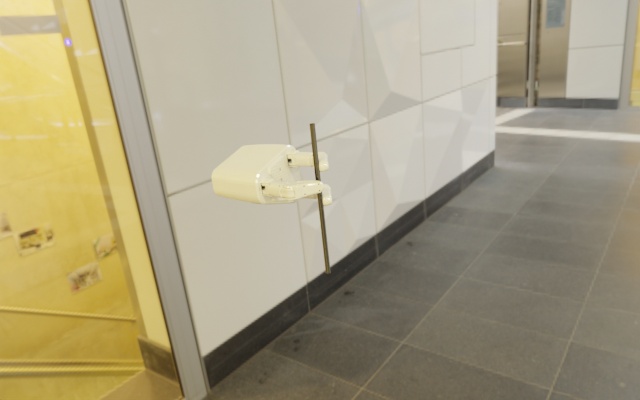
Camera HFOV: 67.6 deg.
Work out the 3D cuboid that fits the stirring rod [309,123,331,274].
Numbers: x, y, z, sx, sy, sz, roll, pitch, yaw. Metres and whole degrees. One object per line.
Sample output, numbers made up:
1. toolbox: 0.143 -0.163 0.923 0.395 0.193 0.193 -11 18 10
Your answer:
1. stirring rod: 0.000 0.002 0.730 0.011 0.240 0.011 -6 19 2
